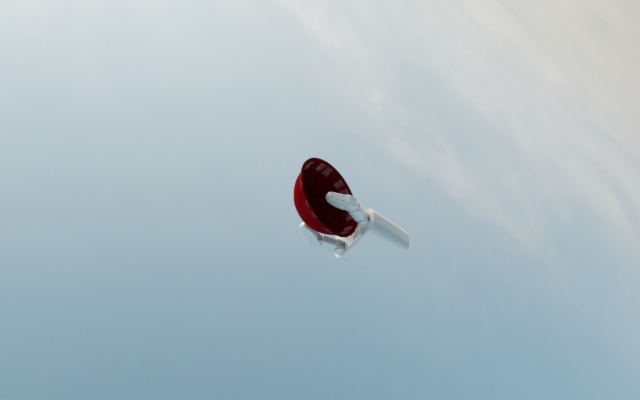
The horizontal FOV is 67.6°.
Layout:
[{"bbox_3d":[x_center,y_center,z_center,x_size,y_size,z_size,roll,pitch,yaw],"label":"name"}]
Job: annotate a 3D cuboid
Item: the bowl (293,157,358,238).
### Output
[{"bbox_3d":[-0.001,0.002,0.894,0.055,0.162,0.162,-28,-16,31],"label":"bowl"}]
